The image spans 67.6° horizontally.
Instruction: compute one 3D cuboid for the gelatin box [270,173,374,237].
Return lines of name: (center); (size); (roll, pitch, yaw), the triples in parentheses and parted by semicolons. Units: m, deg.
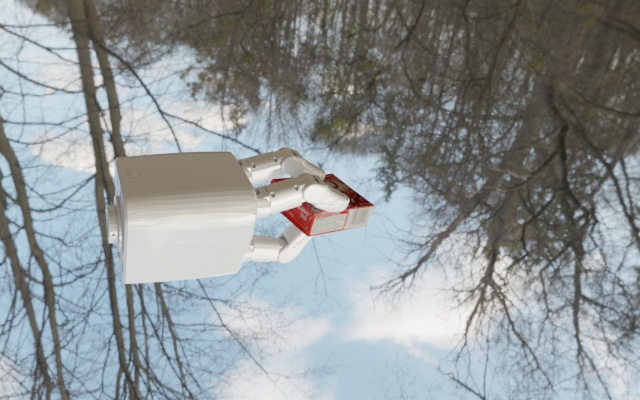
gelatin box: (0.000, 0.002, 0.503); (0.089, 0.030, 0.073); (-7, 35, -41)
